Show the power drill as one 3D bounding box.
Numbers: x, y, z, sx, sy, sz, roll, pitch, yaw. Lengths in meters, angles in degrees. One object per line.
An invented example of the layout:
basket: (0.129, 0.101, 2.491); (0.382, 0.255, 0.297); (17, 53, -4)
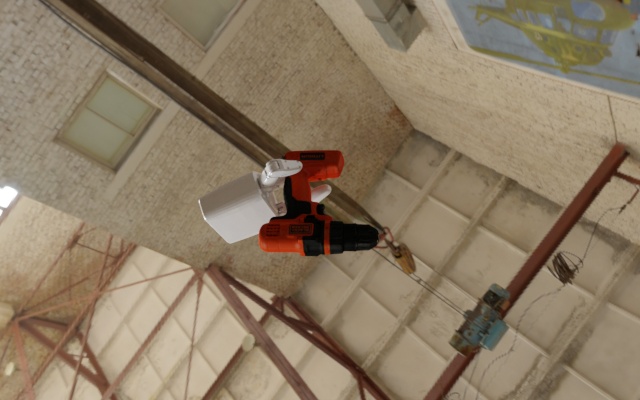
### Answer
power drill: (0.000, 0.002, 0.768); (0.184, 0.187, 0.057); (0, -39, 3)
